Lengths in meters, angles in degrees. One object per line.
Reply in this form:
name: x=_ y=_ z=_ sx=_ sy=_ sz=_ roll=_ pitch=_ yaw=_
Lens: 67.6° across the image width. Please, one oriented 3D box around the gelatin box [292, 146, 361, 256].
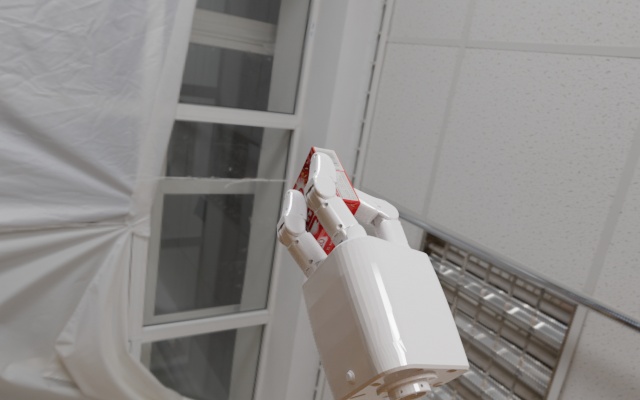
gelatin box: x=0.000 y=0.001 z=0.473 sx=0.030 sy=0.073 sz=0.089 roll=9 pitch=36 yaw=-26
